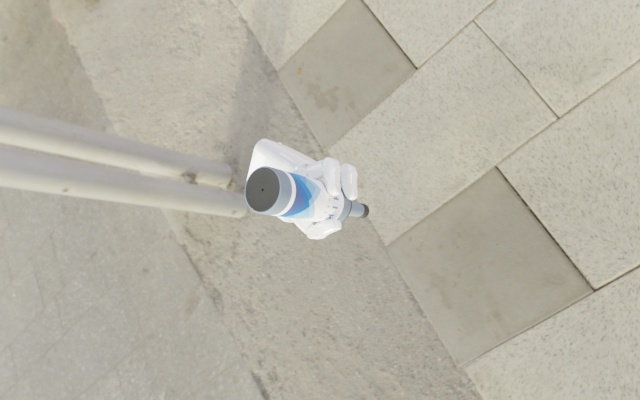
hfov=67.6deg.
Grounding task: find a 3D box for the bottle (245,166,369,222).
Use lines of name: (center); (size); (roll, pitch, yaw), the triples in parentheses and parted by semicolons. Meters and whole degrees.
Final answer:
bottle: (0.000, 0.003, 0.779); (0.069, 0.069, 0.296); (0, -7, 33)
